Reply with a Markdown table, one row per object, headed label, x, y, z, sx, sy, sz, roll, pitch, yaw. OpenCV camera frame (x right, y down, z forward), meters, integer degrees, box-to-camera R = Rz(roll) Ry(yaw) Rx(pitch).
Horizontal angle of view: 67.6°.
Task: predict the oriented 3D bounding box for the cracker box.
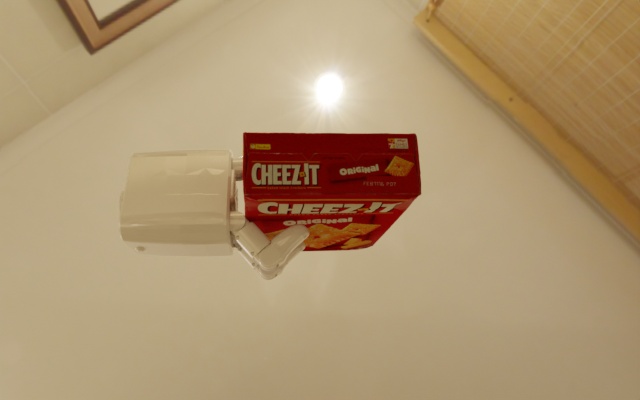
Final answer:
| label | x | y | z | sx | sy | sz | roll | pitch | yaw |
| --- | --- | --- | --- | --- | --- | --- | --- | --- | --- |
| cracker box | 0.000 | 0.002 | 0.528 | 0.164 | 0.072 | 0.214 | -1 | -18 | -7 |
